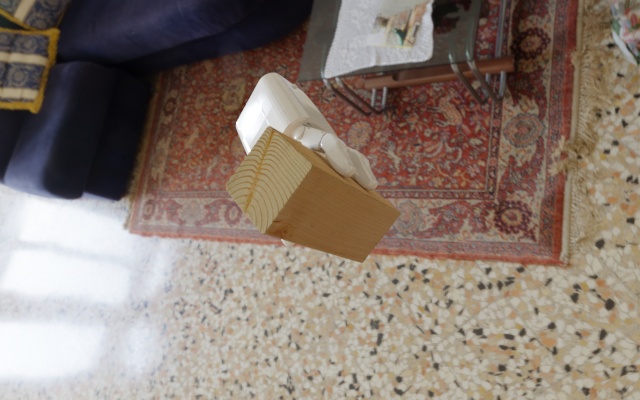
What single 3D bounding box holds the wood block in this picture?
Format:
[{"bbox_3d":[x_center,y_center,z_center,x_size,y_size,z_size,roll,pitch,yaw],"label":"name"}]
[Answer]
[{"bbox_3d":[0.000,0.002,0.586,0.090,0.091,0.206,45,13,36],"label":"wood block"}]
